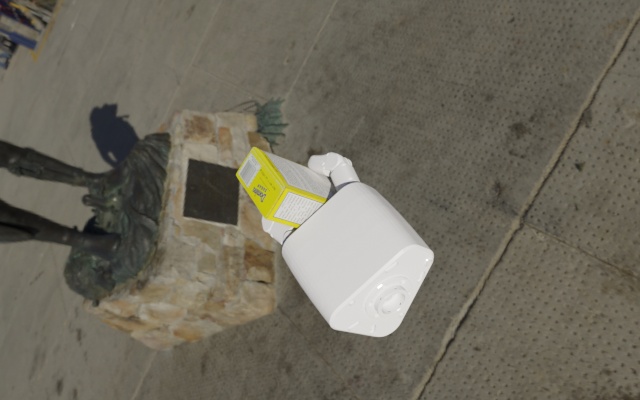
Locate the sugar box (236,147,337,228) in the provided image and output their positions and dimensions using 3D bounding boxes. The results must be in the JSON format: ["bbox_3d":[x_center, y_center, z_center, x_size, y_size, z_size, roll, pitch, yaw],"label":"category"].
[{"bbox_3d":[0.000,0.002,0.541,0.176,0.048,0.093,22,19,-40],"label":"sugar box"}]
